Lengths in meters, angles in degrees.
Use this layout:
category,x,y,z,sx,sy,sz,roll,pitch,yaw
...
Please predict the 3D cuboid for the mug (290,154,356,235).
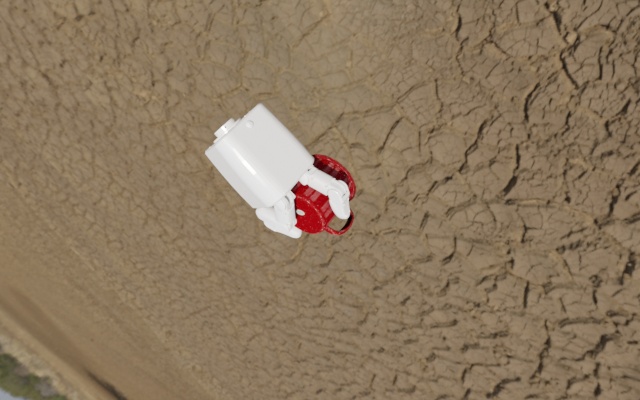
category,x,y,z,sx,sy,sz,roll,pitch,yaw
mug,0.001,0.003,0.696,0.093,0.117,0.081,-26,21,54
